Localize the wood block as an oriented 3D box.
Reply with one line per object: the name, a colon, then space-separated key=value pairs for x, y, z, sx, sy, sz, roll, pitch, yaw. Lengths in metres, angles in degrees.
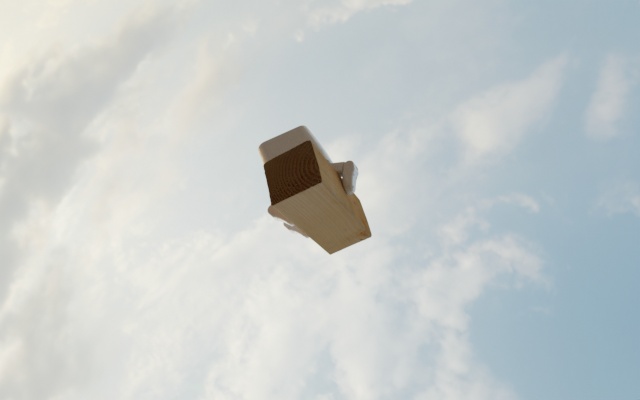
wood block: x=0.000 y=0.002 z=0.812 sx=0.091 sy=0.090 sz=0.206 roll=-26 pitch=-36 yaw=15
